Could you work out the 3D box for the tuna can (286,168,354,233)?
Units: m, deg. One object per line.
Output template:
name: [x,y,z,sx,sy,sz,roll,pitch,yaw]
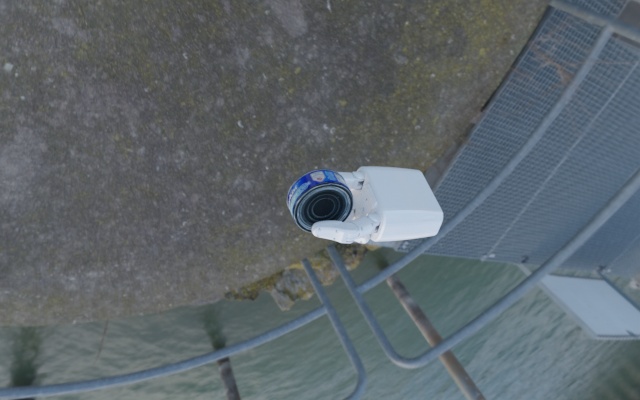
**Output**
tuna can: [0.000,0.002,0.637,0.086,0.086,0.033,0,36,-21]
